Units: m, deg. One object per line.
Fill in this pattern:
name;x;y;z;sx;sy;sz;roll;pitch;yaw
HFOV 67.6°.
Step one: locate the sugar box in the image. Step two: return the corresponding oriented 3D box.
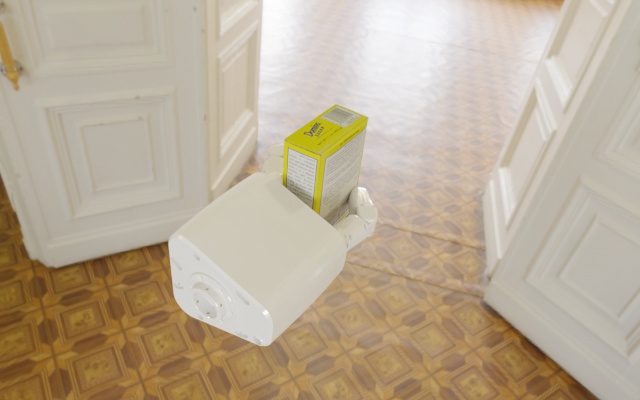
sugar box;0.000;0.001;0.487;0.048;0.176;0.093;27;41;21
